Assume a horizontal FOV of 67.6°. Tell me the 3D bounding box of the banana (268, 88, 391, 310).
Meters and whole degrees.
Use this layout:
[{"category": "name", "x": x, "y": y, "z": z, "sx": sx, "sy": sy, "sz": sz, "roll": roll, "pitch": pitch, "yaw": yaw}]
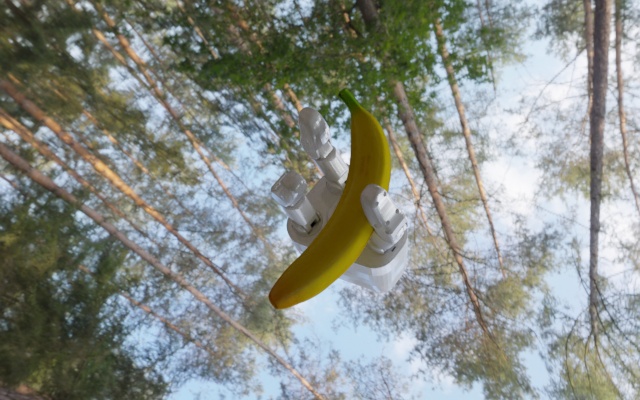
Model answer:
[{"category": "banana", "x": 0.019, "y": 0.004, "z": 0.404, "sx": 0.069, "sy": 0.197, "sz": 0.037, "roll": 19, "pitch": -17, "yaw": -2}]
